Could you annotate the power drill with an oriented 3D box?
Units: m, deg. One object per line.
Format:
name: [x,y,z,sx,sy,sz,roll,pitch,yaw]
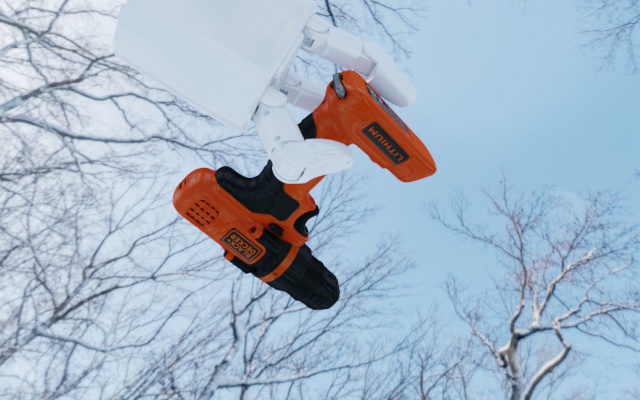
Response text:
power drill: [0.000,0.001,0.401,0.184,0.188,0.057,41,20,-26]
